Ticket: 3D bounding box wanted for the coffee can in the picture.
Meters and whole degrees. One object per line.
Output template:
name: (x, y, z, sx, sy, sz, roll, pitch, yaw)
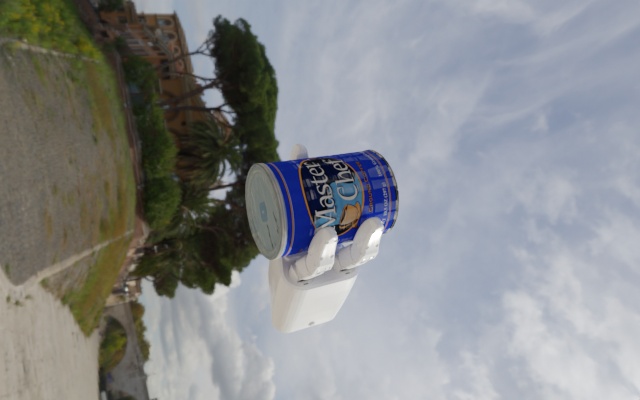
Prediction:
coffee can: (0.000, 0.002, 0.529, 0.140, 0.103, 0.103, -10, 4, -26)
